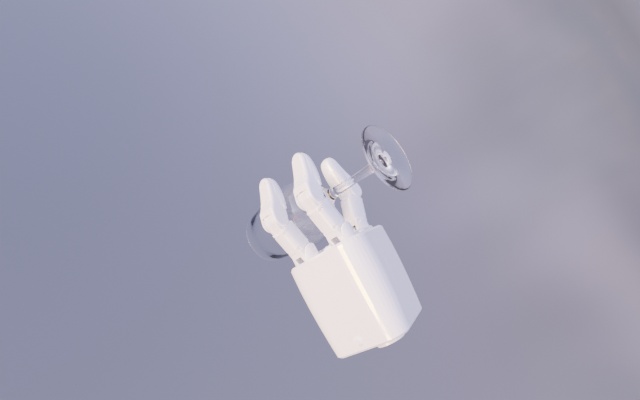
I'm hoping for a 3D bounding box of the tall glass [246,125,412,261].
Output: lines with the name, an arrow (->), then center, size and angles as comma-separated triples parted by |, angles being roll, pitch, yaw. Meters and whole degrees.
tall glass -> 0.001, 0.001, 0.530 | 0.201, 0.079, 0.079 | -33, -21, 36
